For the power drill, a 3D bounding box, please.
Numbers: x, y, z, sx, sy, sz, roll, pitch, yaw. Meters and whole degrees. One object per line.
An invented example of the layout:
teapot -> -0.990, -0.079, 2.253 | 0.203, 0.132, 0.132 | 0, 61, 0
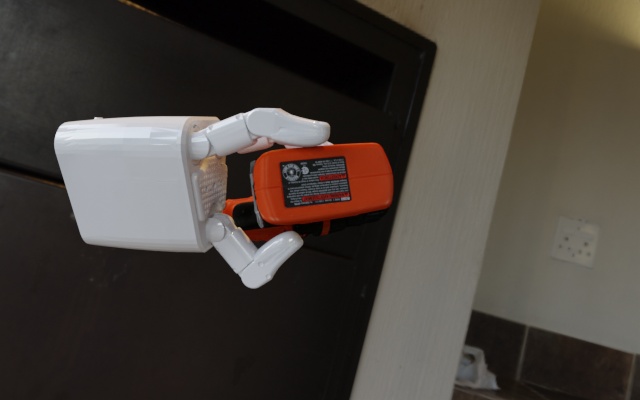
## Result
power drill -> 0.000, 0.001, 0.440 | 0.184, 0.057, 0.188 | -9, -10, -14
